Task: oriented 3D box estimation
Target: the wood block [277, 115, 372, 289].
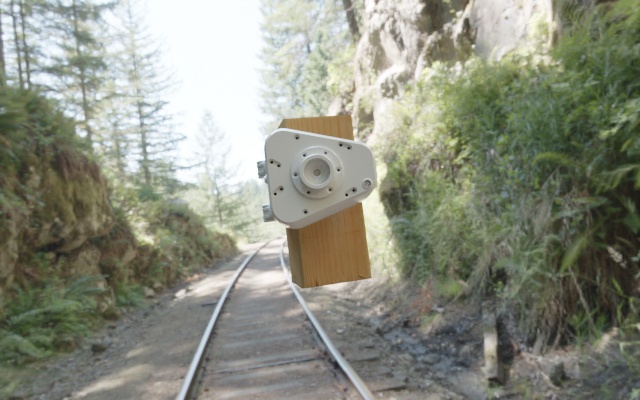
[{"bbox_3d":[0.000,0.002,0.624,0.091,0.206,0.090,-6,-3,-13],"label":"wood block"}]
